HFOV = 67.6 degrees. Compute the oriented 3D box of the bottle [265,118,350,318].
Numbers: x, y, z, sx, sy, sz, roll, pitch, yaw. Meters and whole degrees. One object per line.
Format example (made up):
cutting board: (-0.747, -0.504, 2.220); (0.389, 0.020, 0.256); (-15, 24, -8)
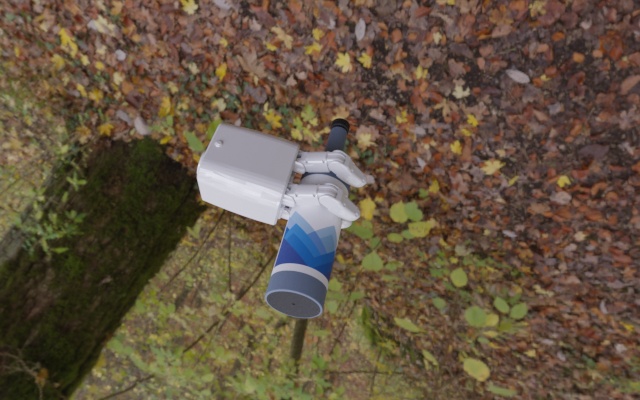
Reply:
bottle: (0.000, 0.002, 0.618); (0.069, 0.295, 0.069); (9, -37, 7)
